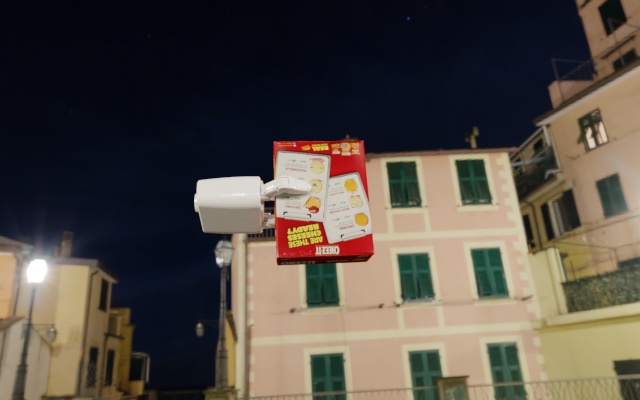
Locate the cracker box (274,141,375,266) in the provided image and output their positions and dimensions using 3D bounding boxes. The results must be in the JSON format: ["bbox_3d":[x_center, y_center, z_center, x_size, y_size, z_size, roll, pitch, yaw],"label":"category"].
[{"bbox_3d":[0.000,0.003,0.844,0.164,0.213,0.072,-1,-20,-6],"label":"cracker box"}]
